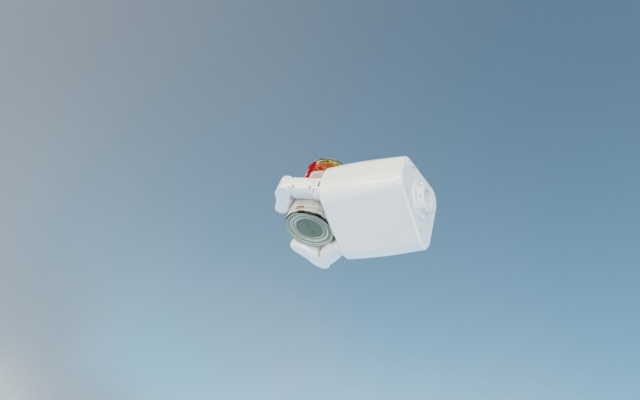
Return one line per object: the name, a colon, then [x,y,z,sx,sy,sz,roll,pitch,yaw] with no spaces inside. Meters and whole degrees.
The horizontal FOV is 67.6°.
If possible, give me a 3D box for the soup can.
soup can: [0.000,0.002,0.635,0.068,0.102,0.069,12,-41,11]
